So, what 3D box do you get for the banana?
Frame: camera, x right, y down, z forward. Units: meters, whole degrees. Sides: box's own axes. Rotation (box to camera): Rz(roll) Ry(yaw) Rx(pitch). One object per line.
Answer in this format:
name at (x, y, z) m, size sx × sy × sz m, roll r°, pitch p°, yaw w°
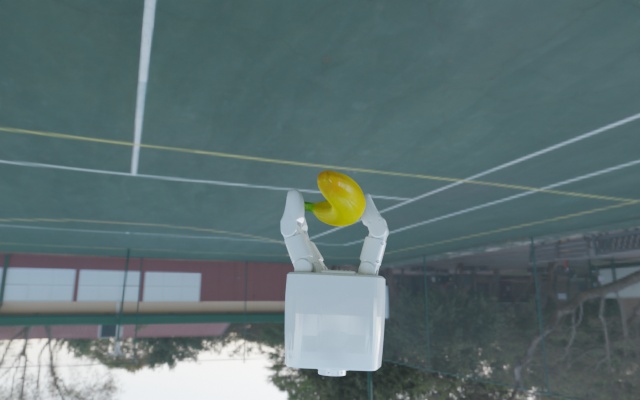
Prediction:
banana at (0.018, 0.004, 0.549) m, size 0.069 × 0.037 × 0.198 m, roll 7°, pitch -12°, yaw -7°
